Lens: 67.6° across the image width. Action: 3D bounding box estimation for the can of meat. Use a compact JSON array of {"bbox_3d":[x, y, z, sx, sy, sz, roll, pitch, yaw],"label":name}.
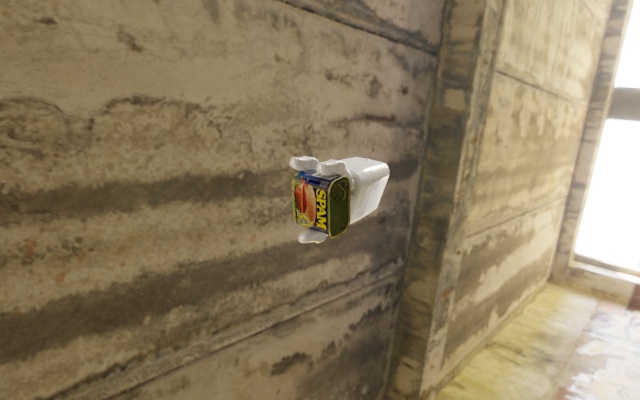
[{"bbox_3d":[0.000,0.003,0.801,0.084,0.102,0.057,16,28,36],"label":"can of meat"}]
